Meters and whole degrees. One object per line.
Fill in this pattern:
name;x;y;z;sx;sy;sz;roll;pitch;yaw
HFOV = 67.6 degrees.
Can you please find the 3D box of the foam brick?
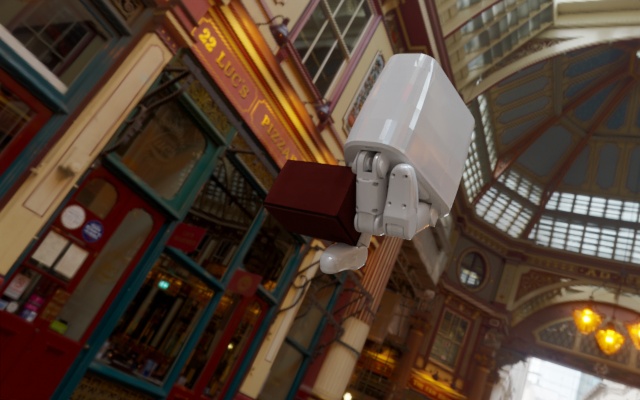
foam brick;0.000;0.001;0.430;0.078;0.051;0.053;10;-26;31
